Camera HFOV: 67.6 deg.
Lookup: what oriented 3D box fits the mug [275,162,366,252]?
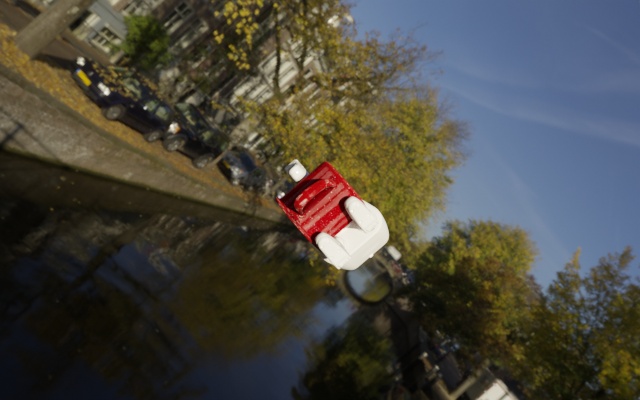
[{"bbox_3d":[0.000,0.001,0.598,0.081,0.093,0.117,-41,-20,1],"label":"mug"}]
